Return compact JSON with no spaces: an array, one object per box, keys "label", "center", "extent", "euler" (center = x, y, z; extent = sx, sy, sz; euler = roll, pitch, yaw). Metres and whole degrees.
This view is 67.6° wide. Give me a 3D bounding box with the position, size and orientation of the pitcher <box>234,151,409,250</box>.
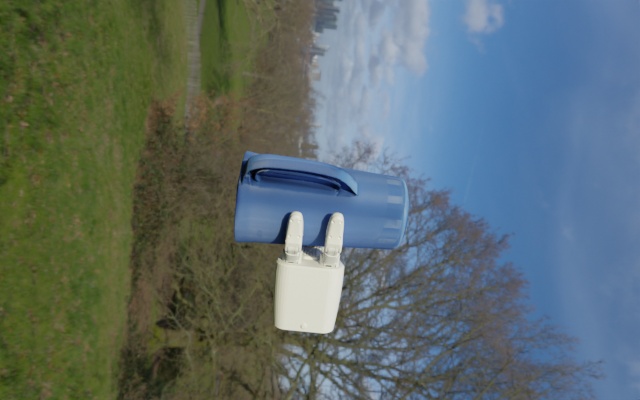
[{"label":"pitcher","center":[0.000,0.002,0.689],"extent":[0.243,0.145,0.149],"euler":[6,15,-3]}]
